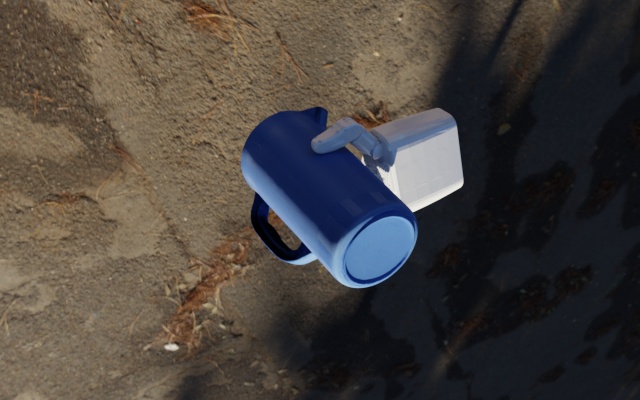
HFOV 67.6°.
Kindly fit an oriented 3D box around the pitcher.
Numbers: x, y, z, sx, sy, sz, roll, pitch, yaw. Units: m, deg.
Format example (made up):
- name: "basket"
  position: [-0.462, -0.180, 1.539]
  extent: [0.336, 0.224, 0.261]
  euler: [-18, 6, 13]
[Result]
- name: "pitcher"
  position: [0.000, 0.002, 0.586]
  extent: [0.145, 0.149, 0.242]
  euler: [-22, 40, -18]
